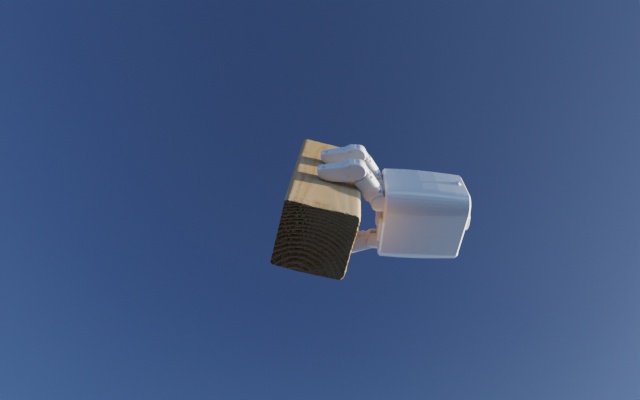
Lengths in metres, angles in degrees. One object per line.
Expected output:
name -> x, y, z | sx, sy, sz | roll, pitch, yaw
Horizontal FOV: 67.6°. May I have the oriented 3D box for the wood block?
wood block -> 0.000, 0.002, 0.633 | 0.090, 0.091, 0.206 | 13, 26, -2
